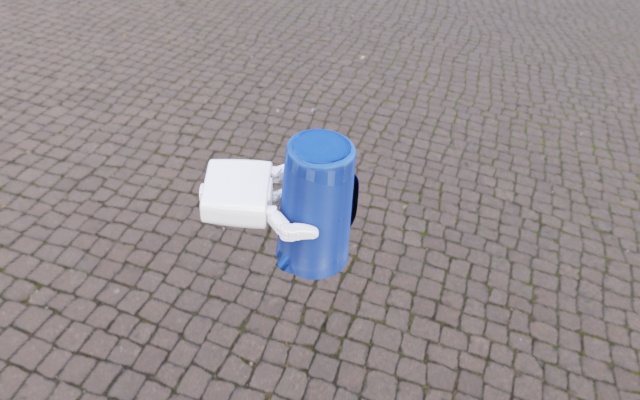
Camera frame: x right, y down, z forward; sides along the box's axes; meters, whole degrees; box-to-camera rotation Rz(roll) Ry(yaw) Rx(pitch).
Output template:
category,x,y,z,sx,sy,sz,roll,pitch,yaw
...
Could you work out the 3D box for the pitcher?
category,x,y,z,sx,sy,sz,roll,pitch,yaw
pitcher,0.000,0.003,0.806,0.145,0.243,0.149,4,40,-2
